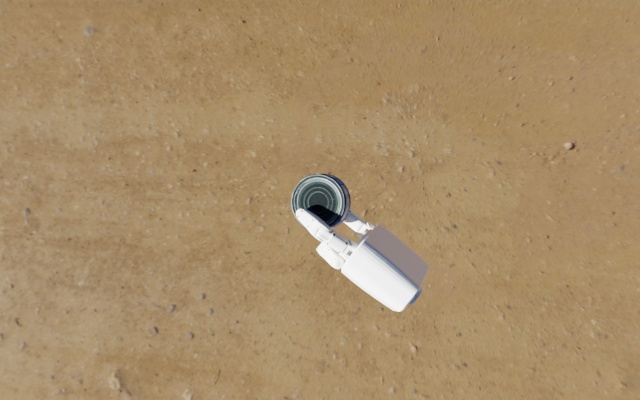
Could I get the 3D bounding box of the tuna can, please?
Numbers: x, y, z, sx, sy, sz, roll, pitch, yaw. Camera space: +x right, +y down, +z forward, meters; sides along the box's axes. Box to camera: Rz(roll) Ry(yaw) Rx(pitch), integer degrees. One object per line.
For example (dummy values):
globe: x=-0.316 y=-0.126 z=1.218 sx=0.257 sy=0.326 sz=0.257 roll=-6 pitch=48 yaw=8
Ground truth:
tuna can: x=0.000 y=0.002 z=0.716 sx=0.086 sy=0.086 sz=0.034 roll=0 pitch=2 yaw=16
